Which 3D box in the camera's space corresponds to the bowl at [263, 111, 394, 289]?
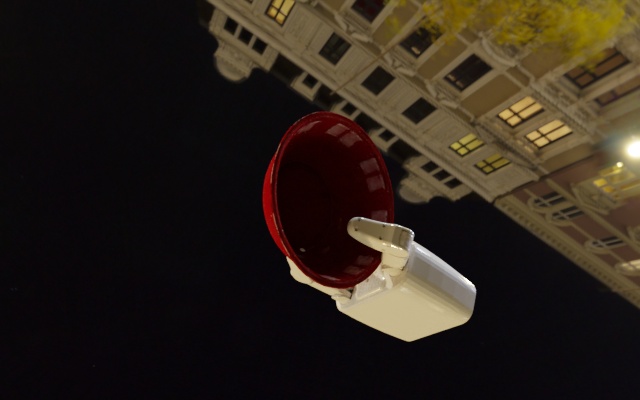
[{"bbox_3d":[-0.001,0.001,0.452,0.055,0.162,0.162,-9,-6,44],"label":"bowl"}]
